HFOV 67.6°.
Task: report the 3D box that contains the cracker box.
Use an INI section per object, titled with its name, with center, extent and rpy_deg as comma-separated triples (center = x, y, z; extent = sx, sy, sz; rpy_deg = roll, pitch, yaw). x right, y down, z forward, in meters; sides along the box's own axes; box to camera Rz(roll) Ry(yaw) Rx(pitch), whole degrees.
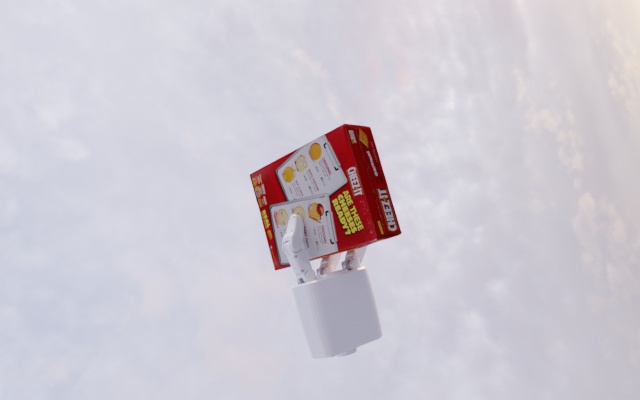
[cracker box]
center = 0.000, 0.002, 0.716
extent = 0.214, 0.164, 0.072
rpy_deg = -22, -10, 41
